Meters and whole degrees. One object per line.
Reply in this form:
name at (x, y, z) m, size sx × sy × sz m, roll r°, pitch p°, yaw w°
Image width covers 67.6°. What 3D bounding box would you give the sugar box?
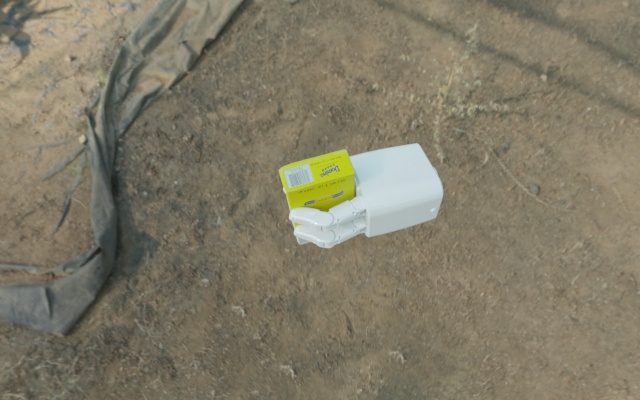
sugar box at (0.000, 0.003, 0.680) m, size 0.093 × 0.048 × 0.176 m, roll -15°, pitch -30°, yaw -4°
